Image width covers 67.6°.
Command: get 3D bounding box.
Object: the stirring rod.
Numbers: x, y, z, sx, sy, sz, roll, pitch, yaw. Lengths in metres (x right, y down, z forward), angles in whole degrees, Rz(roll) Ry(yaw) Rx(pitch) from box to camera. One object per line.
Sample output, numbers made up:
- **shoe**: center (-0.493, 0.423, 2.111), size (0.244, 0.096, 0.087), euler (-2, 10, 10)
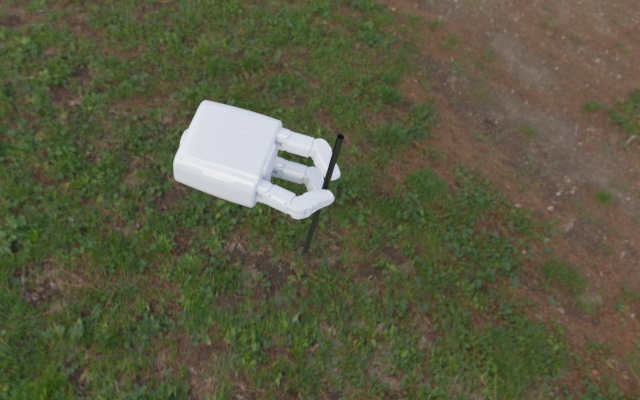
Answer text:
- **stirring rod**: center (0.000, 0.002, 0.627), size (0.011, 0.011, 0.240), euler (0, -38, -14)
